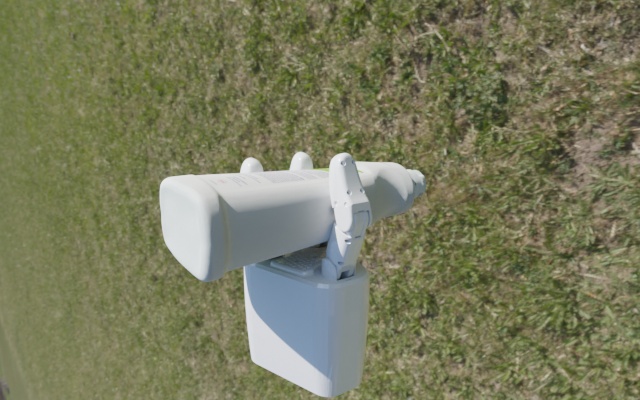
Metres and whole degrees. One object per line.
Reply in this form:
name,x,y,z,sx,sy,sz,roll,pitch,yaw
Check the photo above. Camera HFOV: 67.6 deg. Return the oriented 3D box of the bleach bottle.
bleach bottle,0.000,0.001,0.415,0.251,0.068,0.102,-9,18,-33
